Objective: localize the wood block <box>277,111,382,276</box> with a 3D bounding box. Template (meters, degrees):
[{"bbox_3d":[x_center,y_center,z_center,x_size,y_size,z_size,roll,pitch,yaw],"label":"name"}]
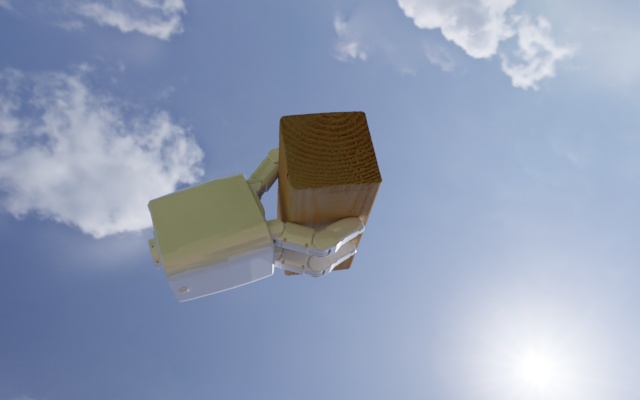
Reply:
[{"bbox_3d":[0.000,0.002,0.548,0.090,0.090,0.206,-5,-30,-9],"label":"wood block"}]
